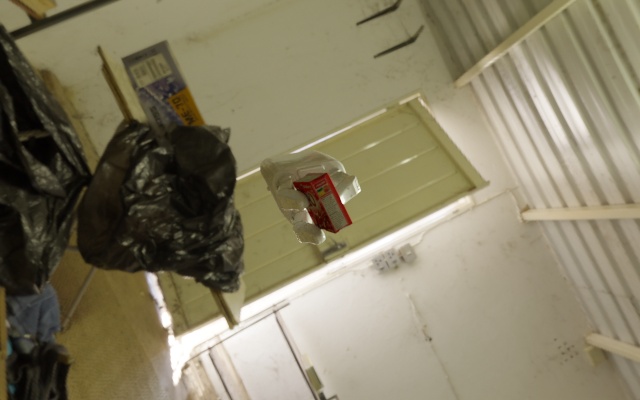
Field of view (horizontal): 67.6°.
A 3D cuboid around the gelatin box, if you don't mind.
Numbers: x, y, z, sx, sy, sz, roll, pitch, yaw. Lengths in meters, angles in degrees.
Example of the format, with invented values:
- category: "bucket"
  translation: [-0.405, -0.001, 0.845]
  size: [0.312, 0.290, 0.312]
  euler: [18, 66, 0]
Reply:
- category: "gelatin box"
  translation: [0.001, 0.002, 0.624]
  size: [0.030, 0.073, 0.089]
  euler: [-29, 11, -15]
